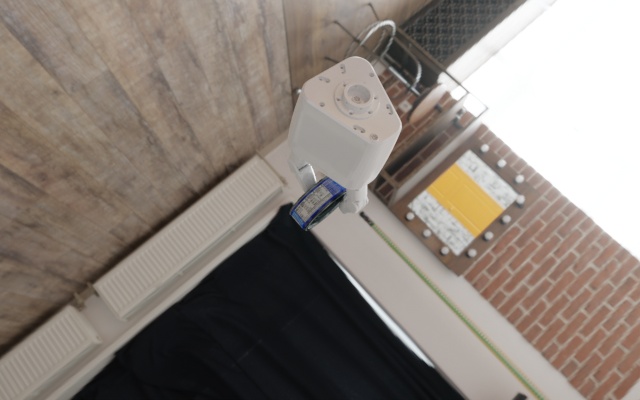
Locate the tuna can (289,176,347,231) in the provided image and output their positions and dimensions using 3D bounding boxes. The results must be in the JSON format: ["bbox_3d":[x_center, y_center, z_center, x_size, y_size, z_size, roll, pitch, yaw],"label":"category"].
[{"bbox_3d":[0.000,0.003,0.652,0.086,0.033,0.086,-40,-9,-7],"label":"tuna can"}]
